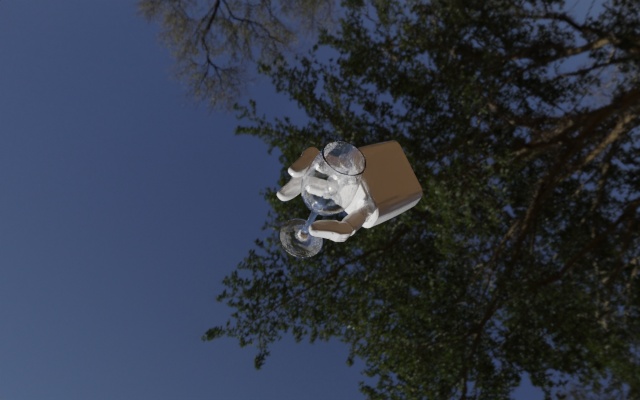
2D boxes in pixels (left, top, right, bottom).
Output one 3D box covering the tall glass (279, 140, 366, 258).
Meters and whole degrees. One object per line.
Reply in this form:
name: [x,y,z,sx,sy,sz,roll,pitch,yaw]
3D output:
tall glass: [0.000,0.003,0.696,0.079,0.079,0.201,0,-36,-23]
